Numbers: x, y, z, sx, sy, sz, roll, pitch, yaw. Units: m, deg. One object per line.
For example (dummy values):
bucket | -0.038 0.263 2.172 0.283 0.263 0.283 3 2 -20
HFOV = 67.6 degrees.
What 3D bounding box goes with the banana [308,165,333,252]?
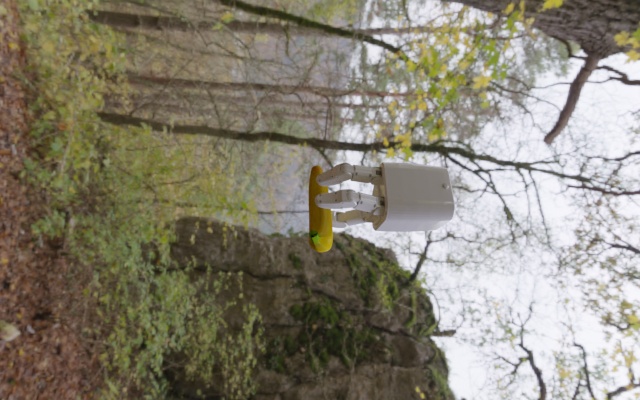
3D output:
banana | 0.000 0.020 0.737 0.037 0.070 0.197 0 33 -2
